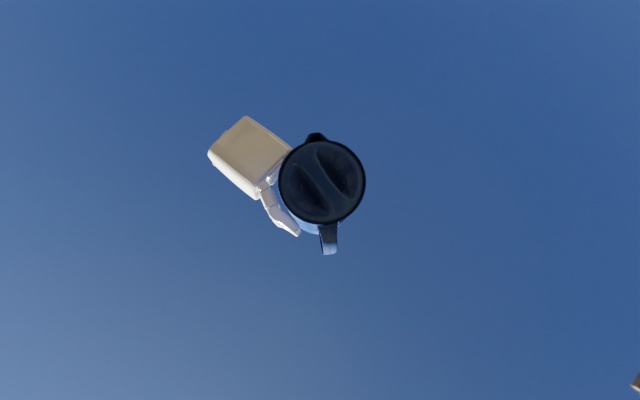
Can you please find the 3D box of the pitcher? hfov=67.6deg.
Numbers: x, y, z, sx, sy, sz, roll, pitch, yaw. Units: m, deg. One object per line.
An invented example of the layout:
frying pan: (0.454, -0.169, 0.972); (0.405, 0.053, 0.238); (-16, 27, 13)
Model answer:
pitcher: (0.000, 0.003, 0.826); (0.145, 0.149, 0.243); (35, -10, 5)
